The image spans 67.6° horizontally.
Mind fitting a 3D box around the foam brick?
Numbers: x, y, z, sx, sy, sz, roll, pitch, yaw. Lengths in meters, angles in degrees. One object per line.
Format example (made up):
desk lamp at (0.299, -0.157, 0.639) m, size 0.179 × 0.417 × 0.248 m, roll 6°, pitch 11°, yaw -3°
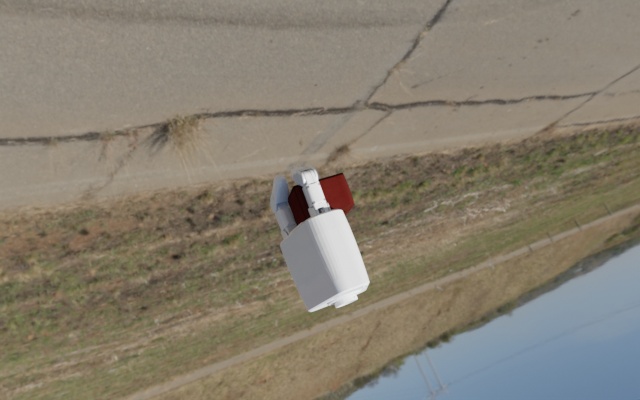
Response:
foam brick at (0.000, 0.002, 0.676) m, size 0.078 × 0.051 × 0.053 m, roll -17°, pitch -17°, yaw -20°
